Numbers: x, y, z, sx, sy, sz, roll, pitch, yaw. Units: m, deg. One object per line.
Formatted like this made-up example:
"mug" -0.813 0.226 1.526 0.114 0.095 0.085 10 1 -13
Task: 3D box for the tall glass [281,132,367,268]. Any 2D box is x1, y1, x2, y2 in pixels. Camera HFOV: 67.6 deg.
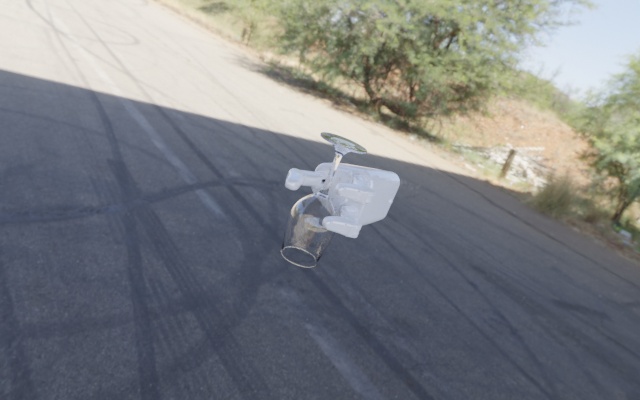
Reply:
"tall glass" 0.000 0.002 0.732 0.079 0.201 0.079 19 18 -7
